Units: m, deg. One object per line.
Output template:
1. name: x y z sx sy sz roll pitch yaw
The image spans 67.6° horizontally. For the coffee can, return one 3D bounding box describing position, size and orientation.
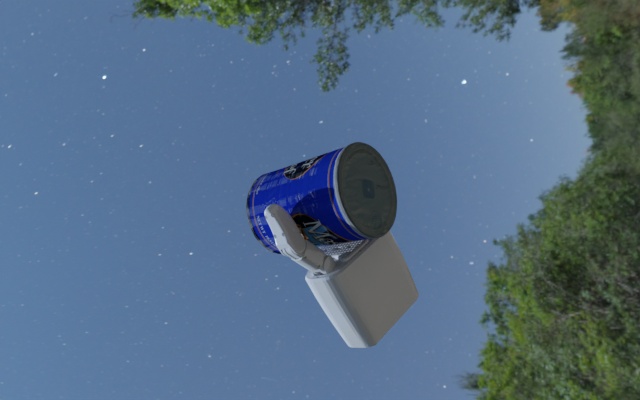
1. coffee can: 0.000 0.002 0.542 0.140 0.103 0.103 -15 -10 40
